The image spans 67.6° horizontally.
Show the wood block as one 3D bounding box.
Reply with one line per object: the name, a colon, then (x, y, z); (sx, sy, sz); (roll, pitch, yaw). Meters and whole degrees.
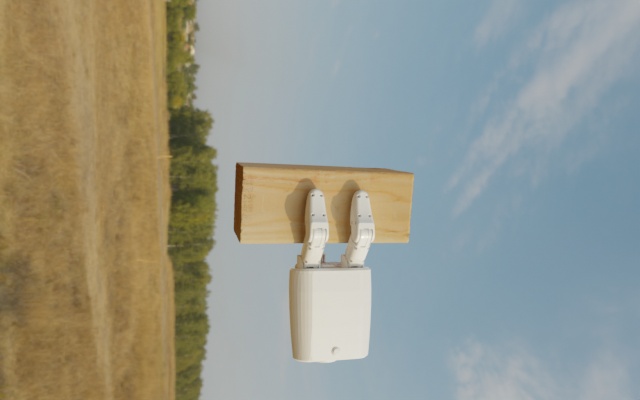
wood block: (0.000, 0.002, 0.596); (0.206, 0.090, 0.091); (1, 6, -16)
